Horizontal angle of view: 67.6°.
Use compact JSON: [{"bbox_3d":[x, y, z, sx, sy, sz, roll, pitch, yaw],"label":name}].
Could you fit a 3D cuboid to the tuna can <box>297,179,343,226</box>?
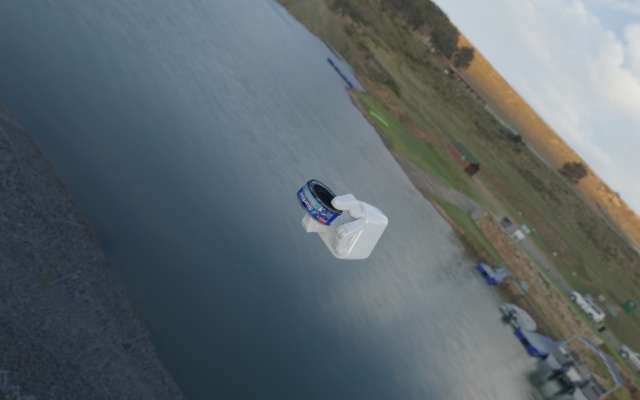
[{"bbox_3d":[0.000,0.002,0.856,0.034,0.086,0.086,-44,-19,20],"label":"tuna can"}]
